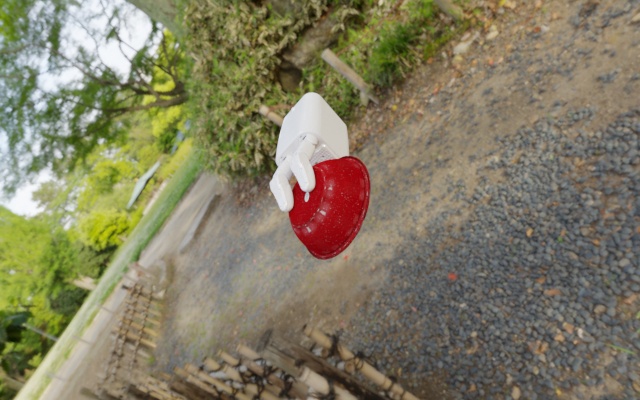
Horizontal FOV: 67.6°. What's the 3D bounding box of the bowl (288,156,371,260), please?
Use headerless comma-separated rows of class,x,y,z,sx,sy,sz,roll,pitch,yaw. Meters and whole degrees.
bowl,0.000,0.003,0.697,0.055,0.162,0.162,20,-11,-32
